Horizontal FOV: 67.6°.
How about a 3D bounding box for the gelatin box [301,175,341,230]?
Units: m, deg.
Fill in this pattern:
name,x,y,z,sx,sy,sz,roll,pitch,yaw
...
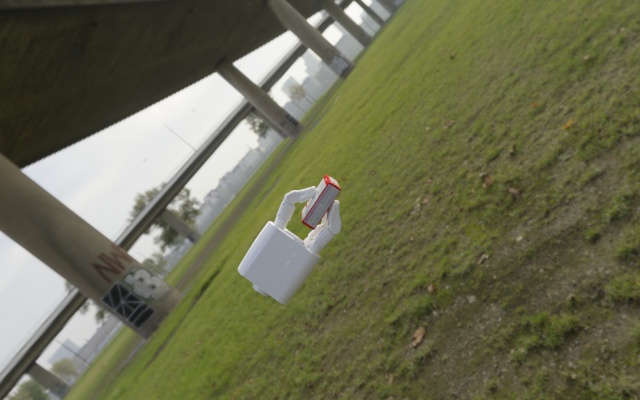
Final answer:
name,x,y,z,sx,sy,sz,roll,pitch,yaw
gelatin box,0.000,0.002,0.862,0.030,0.089,0.073,31,10,-9
